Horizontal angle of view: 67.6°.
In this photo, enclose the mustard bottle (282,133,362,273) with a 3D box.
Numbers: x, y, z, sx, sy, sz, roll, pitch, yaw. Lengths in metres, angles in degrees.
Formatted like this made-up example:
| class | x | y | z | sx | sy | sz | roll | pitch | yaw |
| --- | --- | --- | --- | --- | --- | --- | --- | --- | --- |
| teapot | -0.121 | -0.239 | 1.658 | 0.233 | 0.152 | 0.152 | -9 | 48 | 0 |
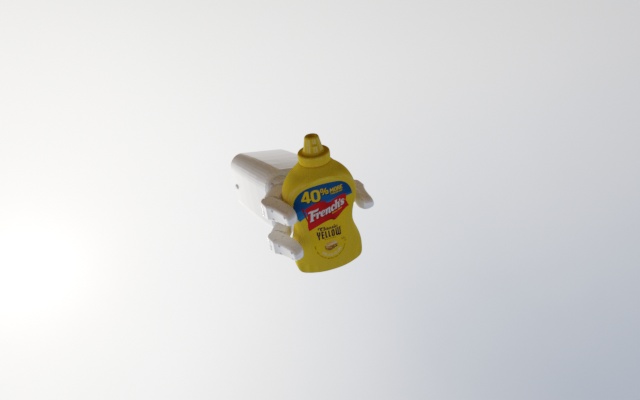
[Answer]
| class | x | y | z | sx | sy | sz | roll | pitch | yaw |
| --- | --- | --- | --- | --- | --- | --- | --- | --- | --- |
| mustard bottle | 0.000 | 0.002 | 0.625 | 0.096 | 0.192 | 0.058 | -15 | 32 | -10 |
